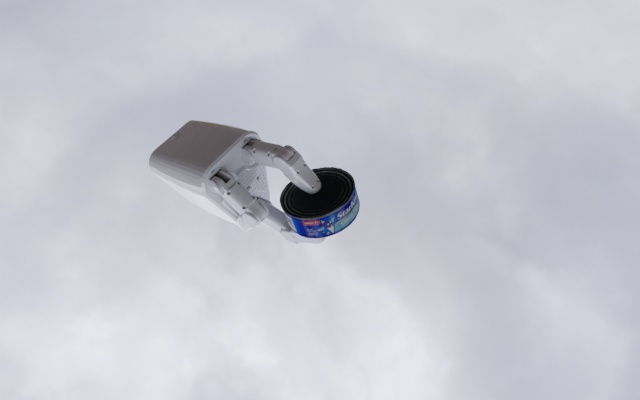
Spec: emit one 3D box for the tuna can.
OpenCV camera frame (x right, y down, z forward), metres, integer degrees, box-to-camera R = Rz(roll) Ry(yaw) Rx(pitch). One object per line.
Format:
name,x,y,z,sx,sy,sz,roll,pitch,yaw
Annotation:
tuna can,0.000,0.002,0.534,0.086,0.034,0.086,-11,39,9
